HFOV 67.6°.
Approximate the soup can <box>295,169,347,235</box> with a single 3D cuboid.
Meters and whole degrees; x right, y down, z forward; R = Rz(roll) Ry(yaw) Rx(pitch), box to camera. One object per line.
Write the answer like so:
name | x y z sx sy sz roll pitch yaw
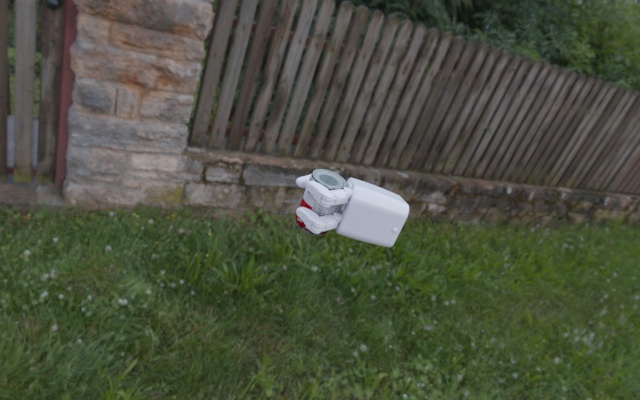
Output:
soup can | 0.000 0.002 0.868 0.068 0.102 0.068 16 29 -9
